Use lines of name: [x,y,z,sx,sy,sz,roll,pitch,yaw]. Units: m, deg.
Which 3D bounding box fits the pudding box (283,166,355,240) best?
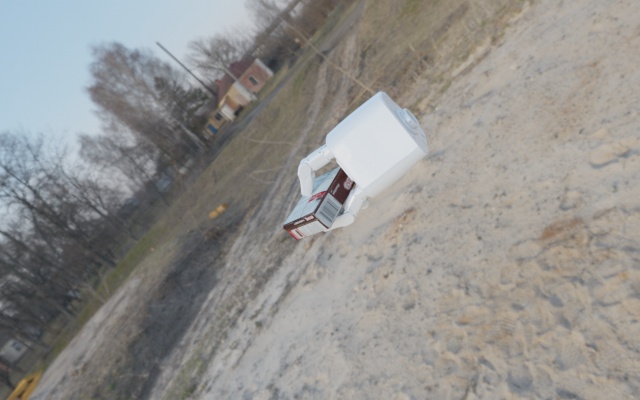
pudding box: [0.000,0.002,0.749,0.039,0.113,0.090,44,-36,-16]
